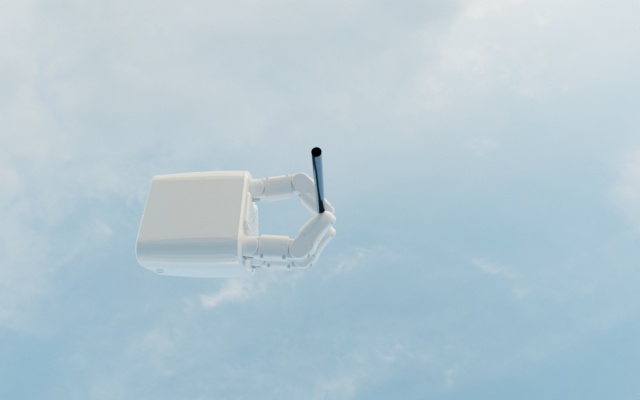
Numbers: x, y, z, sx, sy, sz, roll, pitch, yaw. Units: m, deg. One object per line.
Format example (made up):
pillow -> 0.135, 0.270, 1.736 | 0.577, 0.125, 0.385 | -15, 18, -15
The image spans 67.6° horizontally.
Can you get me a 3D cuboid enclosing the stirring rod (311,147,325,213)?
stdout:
stirring rod -> 0.000, 0.001, 0.459 | 0.011, 0.011, 0.240 | 0, -18, 2
